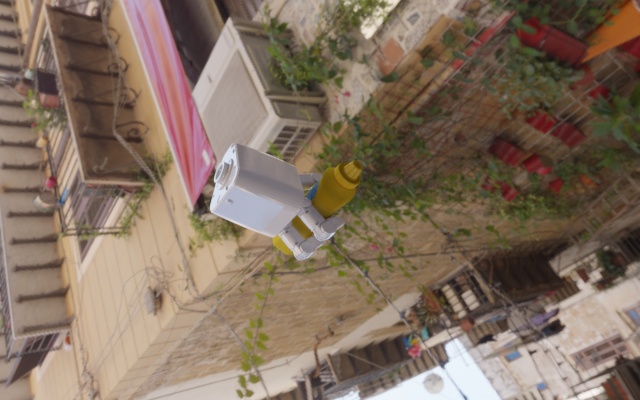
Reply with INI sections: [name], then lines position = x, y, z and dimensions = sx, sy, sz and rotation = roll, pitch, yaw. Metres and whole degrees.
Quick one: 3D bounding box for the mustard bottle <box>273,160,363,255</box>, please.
[mustard bottle]
position = 0.000, 0.003, 0.747
dimensions = 0.192, 0.058, 0.096
rotation = -46, 8, 37
